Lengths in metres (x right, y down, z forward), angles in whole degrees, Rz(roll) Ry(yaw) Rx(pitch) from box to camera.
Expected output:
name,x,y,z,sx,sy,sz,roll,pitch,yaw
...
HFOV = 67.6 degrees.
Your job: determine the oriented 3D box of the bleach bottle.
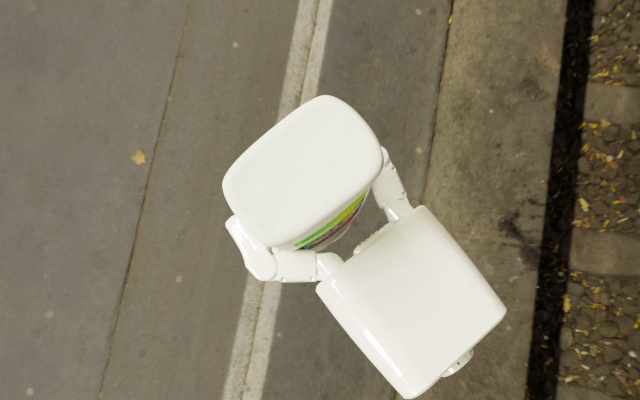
name,x,y,z,sx,sy,sz,roll,pitch,yaw
bleach bottle,0.000,0.001,0.410,0.102,0.068,0.251,-38,-11,-1
